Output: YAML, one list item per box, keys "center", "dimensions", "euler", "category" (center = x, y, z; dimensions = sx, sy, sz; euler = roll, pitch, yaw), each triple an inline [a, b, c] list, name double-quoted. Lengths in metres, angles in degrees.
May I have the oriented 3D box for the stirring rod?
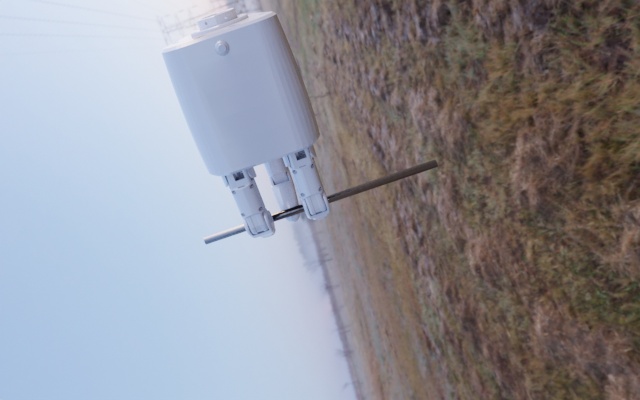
- center: [0.000, 0.001, 0.471]
  dimensions: [0.239, 0.011, 0.011]
  euler: [-19, 0, 0]
  category: "stirring rod"
